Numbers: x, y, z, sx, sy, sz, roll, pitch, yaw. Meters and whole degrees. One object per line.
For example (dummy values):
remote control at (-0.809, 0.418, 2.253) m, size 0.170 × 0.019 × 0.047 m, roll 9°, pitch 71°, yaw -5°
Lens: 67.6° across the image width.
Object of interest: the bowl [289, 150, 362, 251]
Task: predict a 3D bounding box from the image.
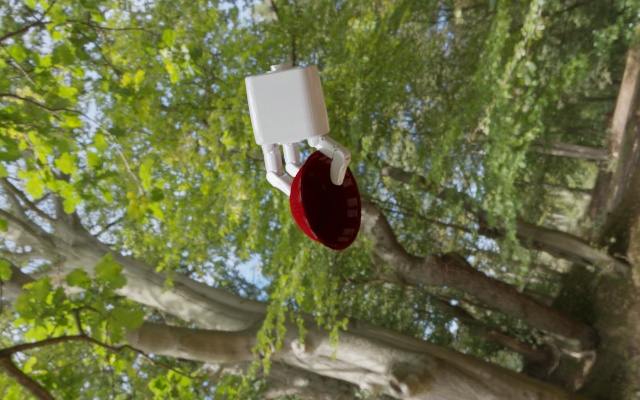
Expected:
bowl at (0.000, 0.004, 0.765) m, size 0.055 × 0.162 × 0.162 m, roll -13°, pitch -8°, yaw 36°
